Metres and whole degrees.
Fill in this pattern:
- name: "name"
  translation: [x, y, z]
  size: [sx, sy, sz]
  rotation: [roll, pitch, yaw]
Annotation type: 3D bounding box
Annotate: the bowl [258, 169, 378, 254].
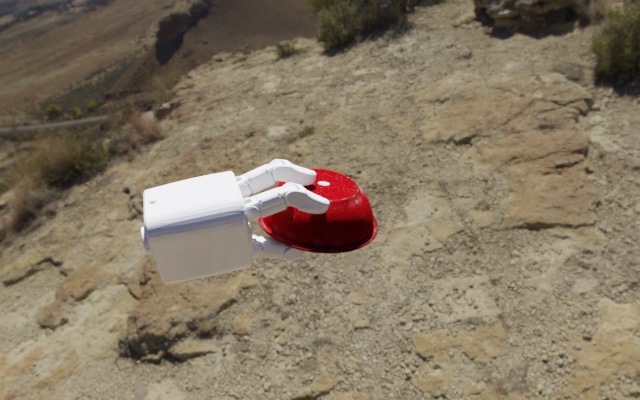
- name: "bowl"
  translation: [0.001, 0.001, 0.624]
  size: [0.162, 0.055, 0.162]
  rotation: [7, 28, -3]
